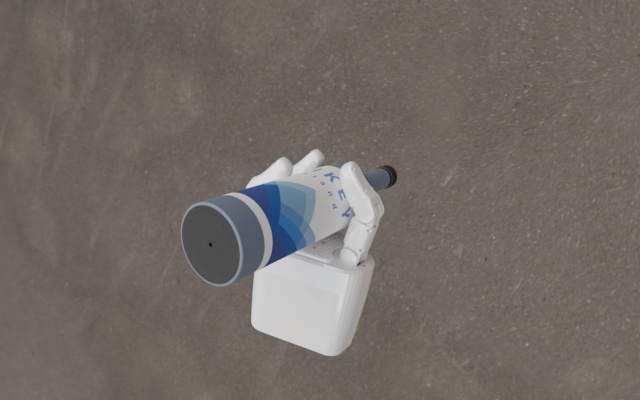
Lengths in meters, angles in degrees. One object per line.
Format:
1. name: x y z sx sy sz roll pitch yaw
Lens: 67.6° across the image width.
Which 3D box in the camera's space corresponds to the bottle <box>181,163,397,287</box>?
1. bottle: 0.000 0.002 0.474 0.069 0.069 0.295 0 12 35
